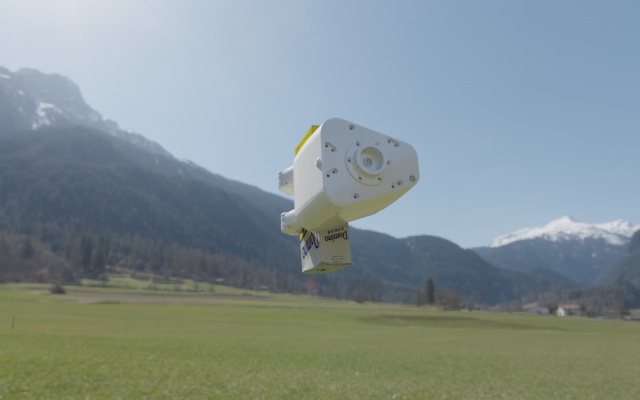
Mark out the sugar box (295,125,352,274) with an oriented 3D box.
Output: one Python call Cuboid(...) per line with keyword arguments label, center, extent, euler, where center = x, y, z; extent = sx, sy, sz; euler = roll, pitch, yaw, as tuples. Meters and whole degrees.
Cuboid(label="sugar box", center=(0.000, 0.002, 0.618), extent=(0.048, 0.176, 0.093), euler=(3, -16, -16))
